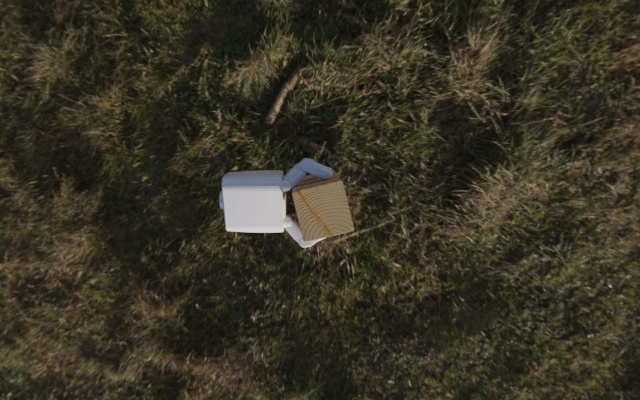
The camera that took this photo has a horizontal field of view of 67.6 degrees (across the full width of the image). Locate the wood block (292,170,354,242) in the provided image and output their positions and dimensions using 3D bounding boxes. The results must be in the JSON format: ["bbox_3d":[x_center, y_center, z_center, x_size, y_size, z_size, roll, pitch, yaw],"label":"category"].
[{"bbox_3d":[0.000,0.003,0.897,0.090,0.091,0.206,-13,9,0],"label":"wood block"}]
